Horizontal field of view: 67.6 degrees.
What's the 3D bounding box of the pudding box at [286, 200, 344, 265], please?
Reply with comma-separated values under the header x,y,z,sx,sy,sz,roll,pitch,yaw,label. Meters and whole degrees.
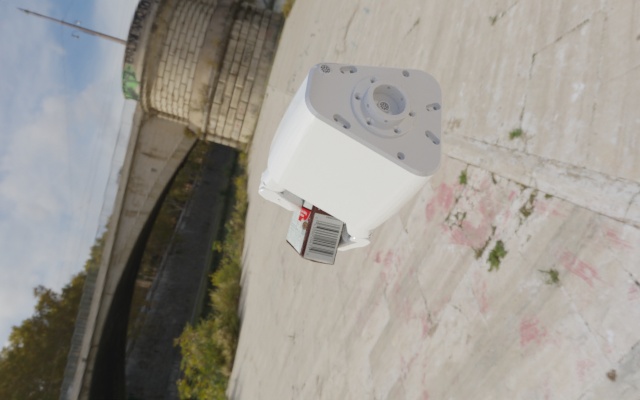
x,y,z,sx,sy,sz,roll,pitch,yaw,label
0.000,0.002,0.499,0.039,0.113,0.090,15,2,-14,pudding box
